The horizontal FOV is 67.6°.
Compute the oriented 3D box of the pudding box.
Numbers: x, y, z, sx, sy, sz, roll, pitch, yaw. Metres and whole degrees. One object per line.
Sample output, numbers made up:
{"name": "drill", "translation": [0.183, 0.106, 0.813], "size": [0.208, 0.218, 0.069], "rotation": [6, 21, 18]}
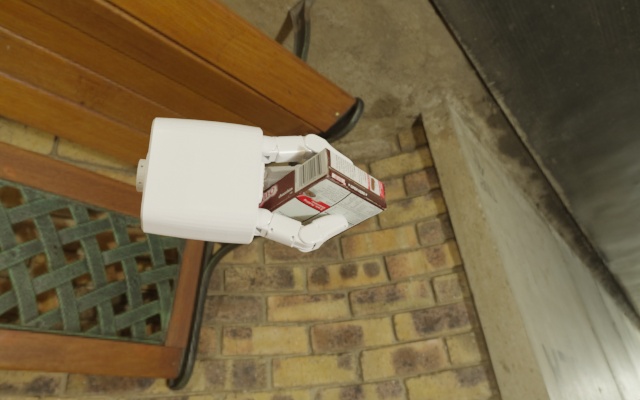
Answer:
{"name": "pudding box", "translation": [0.000, 0.002, 0.513], "size": [0.090, 0.039, 0.113], "rotation": [27, -41, -35]}
